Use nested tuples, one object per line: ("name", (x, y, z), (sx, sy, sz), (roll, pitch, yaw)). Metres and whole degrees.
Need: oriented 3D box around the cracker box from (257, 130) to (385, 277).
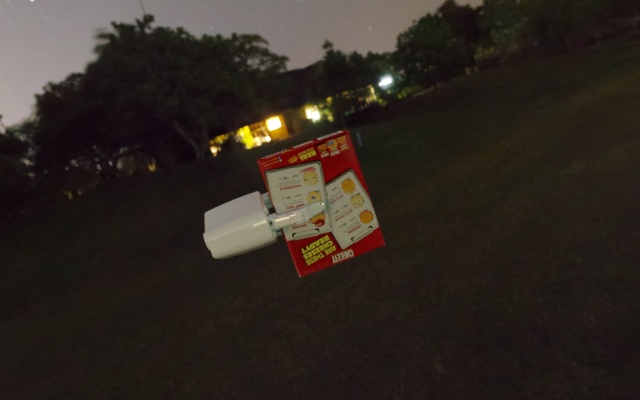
("cracker box", (0.000, 0.003, 0.841), (0.164, 0.214, 0.072), (-20, 11, -5))
